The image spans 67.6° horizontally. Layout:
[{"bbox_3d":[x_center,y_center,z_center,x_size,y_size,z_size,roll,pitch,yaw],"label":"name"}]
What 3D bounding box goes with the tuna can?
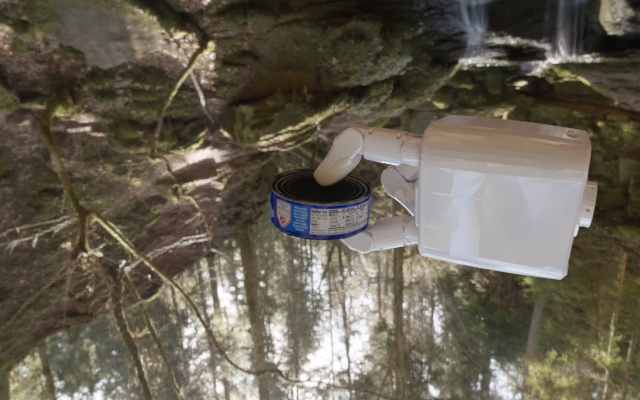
[{"bbox_3d":[0.000,0.002,0.402,0.086,0.034,0.086,2,21,-1],"label":"tuna can"}]
